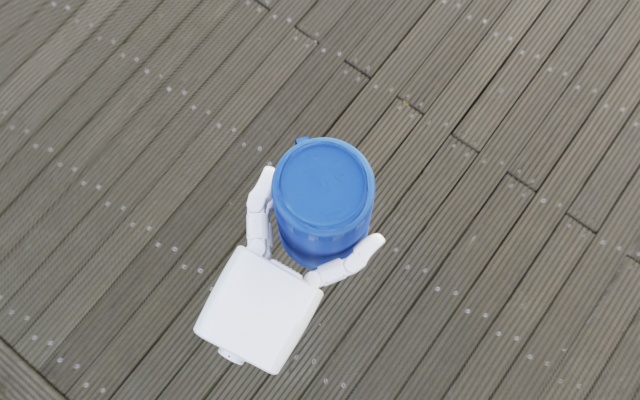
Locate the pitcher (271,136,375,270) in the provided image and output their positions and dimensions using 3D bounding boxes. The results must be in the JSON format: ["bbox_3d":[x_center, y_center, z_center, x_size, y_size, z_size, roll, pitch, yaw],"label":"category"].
[{"bbox_3d":[0.000,0.002,0.601,0.149,0.145,0.243,29,-12,7],"label":"pitcher"}]
